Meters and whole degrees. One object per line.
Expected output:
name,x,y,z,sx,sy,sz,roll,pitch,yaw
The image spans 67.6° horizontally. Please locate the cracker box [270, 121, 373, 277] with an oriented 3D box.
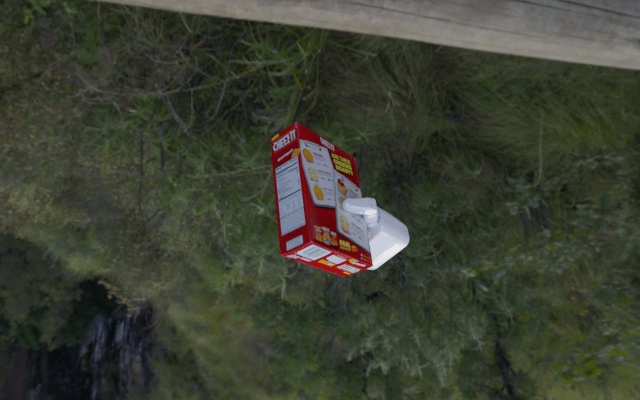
cracker box,0.000,0.003,0.781,0.072,0.213,0.164,-26,-33,30
